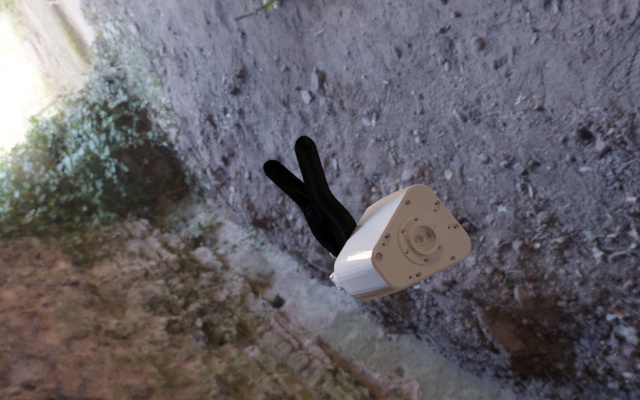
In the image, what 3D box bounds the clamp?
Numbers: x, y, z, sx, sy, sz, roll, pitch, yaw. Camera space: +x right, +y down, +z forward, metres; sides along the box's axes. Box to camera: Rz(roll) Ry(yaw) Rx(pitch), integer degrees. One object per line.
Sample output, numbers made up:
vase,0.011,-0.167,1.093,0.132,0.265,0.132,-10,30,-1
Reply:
clamp,0.000,0.002,0.572,0.039,0.171,0.120,-39,-1,-22
